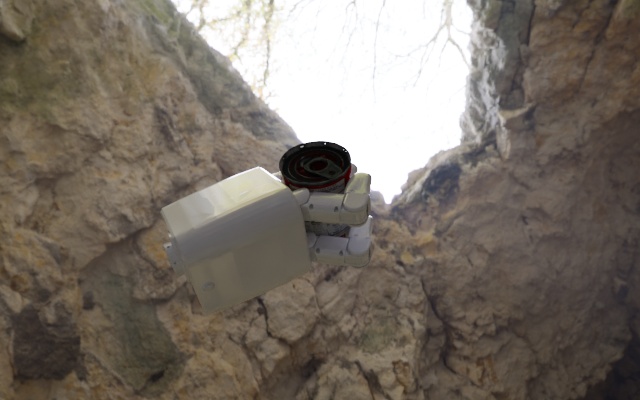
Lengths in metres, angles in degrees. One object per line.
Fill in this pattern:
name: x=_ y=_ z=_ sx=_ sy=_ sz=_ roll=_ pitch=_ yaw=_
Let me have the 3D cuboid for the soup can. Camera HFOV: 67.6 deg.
soup can: x=0.000 y=0.002 z=0.475 sx=0.068 sy=0.102 sz=0.068 roll=-4 pitch=40 yaw=4
